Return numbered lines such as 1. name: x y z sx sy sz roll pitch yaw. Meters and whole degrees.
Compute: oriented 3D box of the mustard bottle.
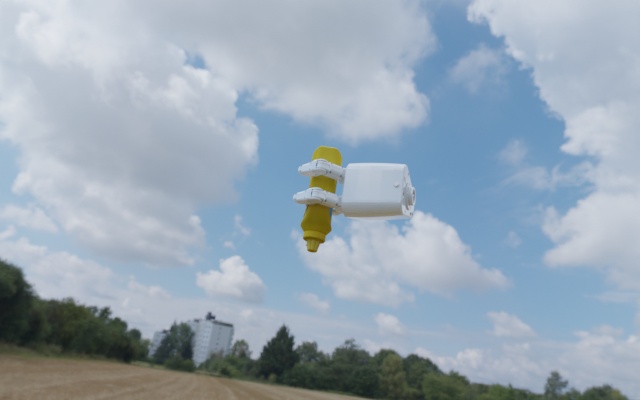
1. mustard bottle: 0.000 0.003 0.884 0.058 0.191 0.096 9 -21 -1
